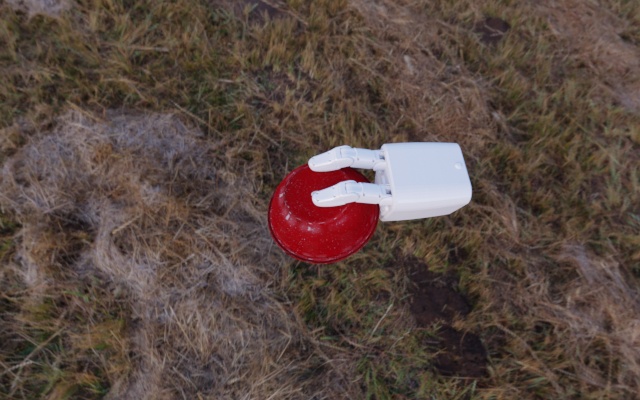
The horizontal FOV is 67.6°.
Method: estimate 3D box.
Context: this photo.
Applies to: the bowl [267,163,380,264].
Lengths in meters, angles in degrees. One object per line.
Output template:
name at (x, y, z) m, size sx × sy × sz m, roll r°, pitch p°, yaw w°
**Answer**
bowl at (-0.001, 0.002, 0.655) m, size 0.162 × 0.162 × 0.055 m, roll 0°, pitch -28°, yaw 9°
